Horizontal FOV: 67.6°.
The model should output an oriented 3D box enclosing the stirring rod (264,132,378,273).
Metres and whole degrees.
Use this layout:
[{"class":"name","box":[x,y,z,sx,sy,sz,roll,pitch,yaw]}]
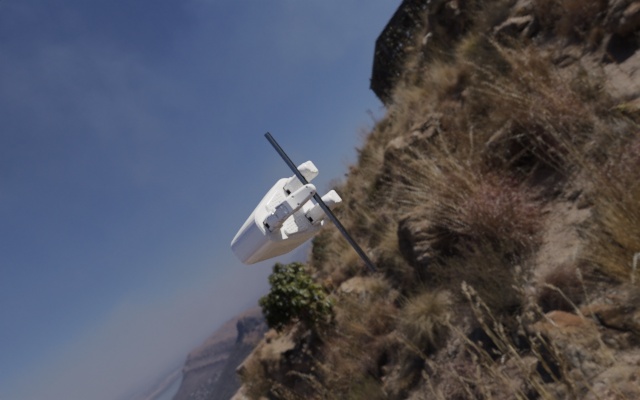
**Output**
[{"class":"stirring rod","box":[0.000,0.002,0.650,0.011,0.239,0.011,-38,-3,-3]}]
